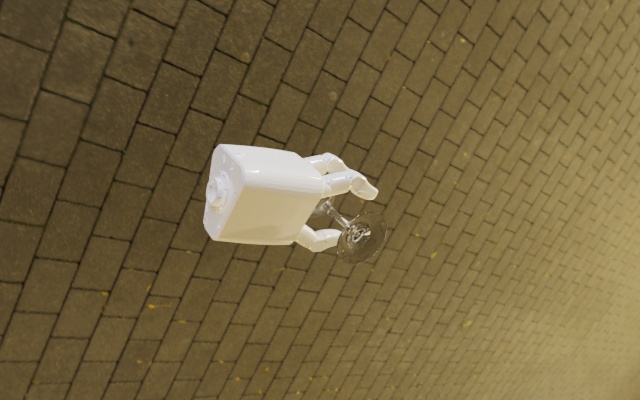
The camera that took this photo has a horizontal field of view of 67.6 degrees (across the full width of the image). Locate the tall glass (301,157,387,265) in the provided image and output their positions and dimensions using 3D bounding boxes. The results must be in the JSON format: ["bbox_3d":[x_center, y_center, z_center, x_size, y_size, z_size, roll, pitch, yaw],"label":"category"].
[{"bbox_3d":[0.001,0.003,0.652,0.079,0.079,0.201,0,27,-35],"label":"tall glass"}]
